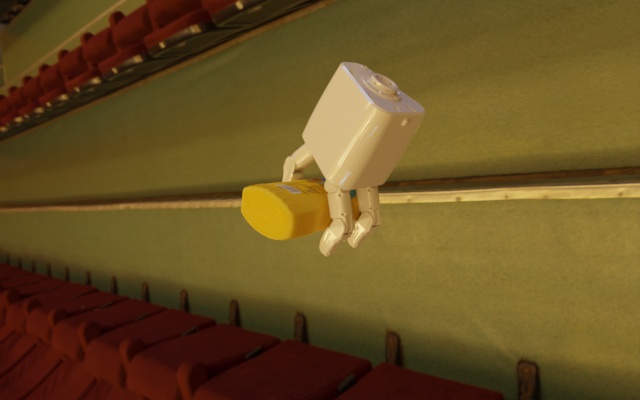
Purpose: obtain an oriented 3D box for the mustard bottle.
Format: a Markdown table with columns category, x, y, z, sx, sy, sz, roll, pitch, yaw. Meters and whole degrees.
| category | x | y | z | sx | sy | sz | roll | pitch | yaw |
| --- | --- | --- | --- | --- | --- | --- | --- | --- | --- |
| mustard bottle | 0.000 | 0.002 | 0.616 | 0.096 | 0.058 | 0.191 | 23 | 23 | 40 |
